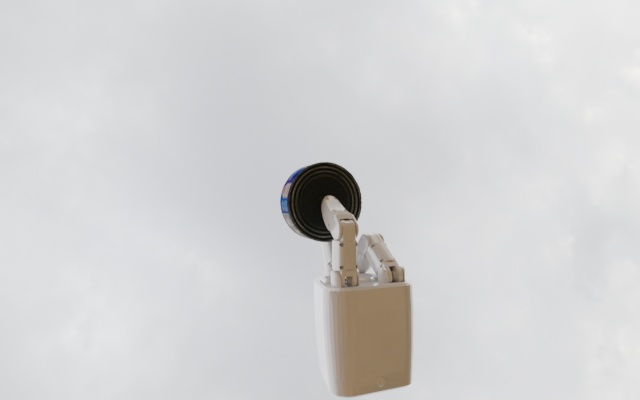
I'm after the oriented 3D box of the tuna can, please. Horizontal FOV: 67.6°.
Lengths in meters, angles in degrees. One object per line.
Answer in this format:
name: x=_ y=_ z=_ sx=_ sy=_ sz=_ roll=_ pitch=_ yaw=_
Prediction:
tuna can: x=0.000 y=0.002 z=0.525 sx=0.086 sy=0.086 sz=0.034 roll=0 pitch=0 yaw=-22
